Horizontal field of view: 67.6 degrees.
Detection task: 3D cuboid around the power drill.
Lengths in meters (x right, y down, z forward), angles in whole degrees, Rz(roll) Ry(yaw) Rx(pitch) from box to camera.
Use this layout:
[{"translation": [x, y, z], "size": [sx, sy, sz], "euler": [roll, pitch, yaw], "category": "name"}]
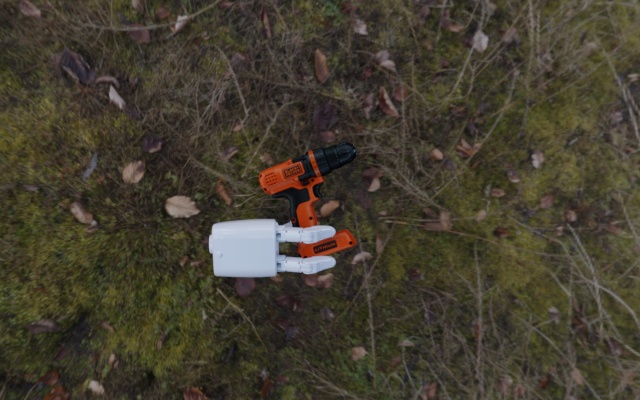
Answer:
[{"translation": [0.000, 0.003, 0.859], "size": [0.184, 0.187, 0.057], "euler": [-20, -5, 8], "category": "power drill"}]
